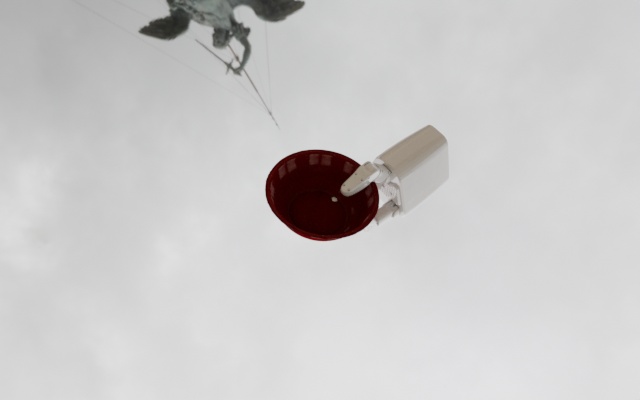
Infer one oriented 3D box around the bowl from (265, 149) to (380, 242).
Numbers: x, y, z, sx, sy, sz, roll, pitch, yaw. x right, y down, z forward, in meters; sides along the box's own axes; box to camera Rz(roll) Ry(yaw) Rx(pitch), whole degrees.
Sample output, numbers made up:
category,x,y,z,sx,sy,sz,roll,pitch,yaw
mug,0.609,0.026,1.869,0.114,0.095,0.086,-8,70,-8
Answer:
category,x,y,z,sx,sy,sz,roll,pitch,yaw
bowl,-0.001,0.003,0.687,0.162,0.162,0.055,0,-38,-10
